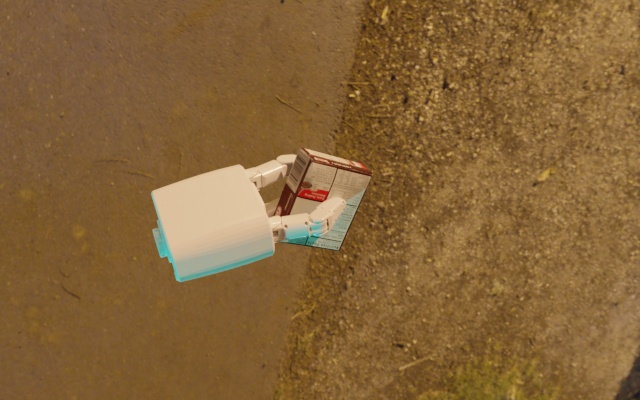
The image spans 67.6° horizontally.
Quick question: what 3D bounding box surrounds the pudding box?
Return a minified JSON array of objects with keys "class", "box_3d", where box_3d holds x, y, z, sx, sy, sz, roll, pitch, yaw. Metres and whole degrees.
[{"class":"pudding box","box_3d":[0.000,0.002,0.575,0.090,0.113,0.039,11,23,-30]}]
